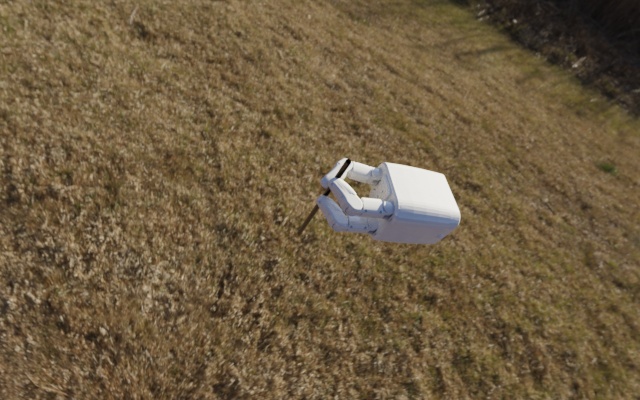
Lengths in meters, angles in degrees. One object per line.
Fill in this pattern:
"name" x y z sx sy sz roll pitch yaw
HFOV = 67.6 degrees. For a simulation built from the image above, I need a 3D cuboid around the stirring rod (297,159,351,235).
"stirring rod" 0.000 0.002 0.734 0.011 0.011 0.240 0 -27 -20
